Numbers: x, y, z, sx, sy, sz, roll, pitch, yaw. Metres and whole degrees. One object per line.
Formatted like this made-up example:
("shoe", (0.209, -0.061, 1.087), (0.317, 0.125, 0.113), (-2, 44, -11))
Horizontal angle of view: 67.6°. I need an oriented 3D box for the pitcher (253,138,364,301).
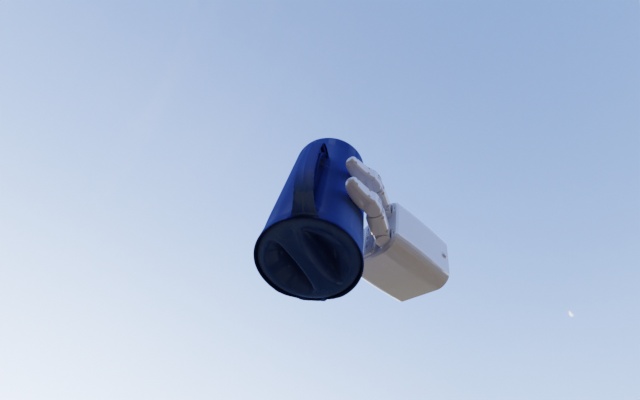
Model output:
("pitcher", (0.000, 0.002, 0.656), (0.145, 0.149, 0.242), (37, 31, -16))
